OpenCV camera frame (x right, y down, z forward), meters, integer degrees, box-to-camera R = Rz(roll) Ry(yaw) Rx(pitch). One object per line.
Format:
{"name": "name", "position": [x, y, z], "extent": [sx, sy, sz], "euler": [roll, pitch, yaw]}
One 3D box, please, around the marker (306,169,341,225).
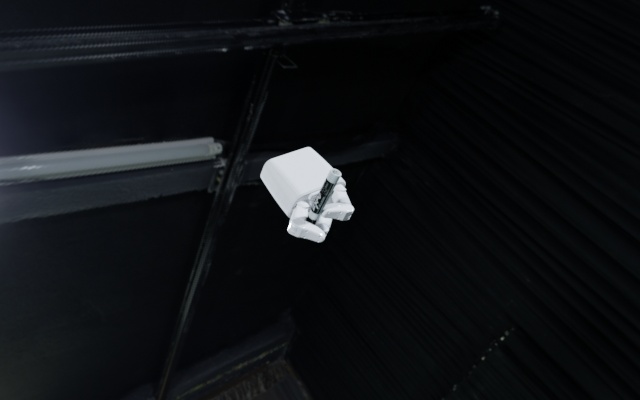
{"name": "marker", "position": [0.000, 0.003, 0.751], "extent": [0.020, 0.121, 0.020], "euler": [18, 34, -13]}
